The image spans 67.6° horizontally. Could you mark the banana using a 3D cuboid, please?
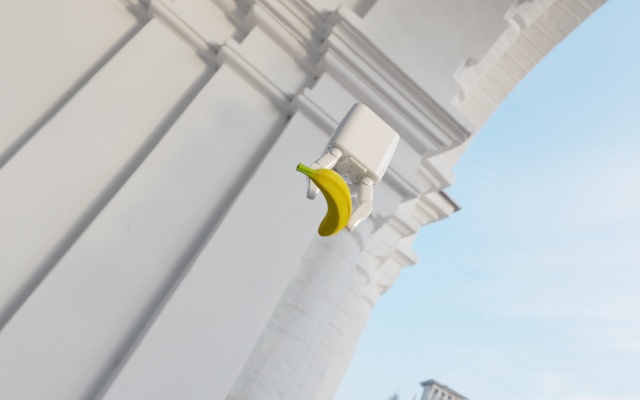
[{"bbox_3d":[0.016,0.006,0.739,0.069,0.037,0.198,18,-30,21],"label":"banana"}]
